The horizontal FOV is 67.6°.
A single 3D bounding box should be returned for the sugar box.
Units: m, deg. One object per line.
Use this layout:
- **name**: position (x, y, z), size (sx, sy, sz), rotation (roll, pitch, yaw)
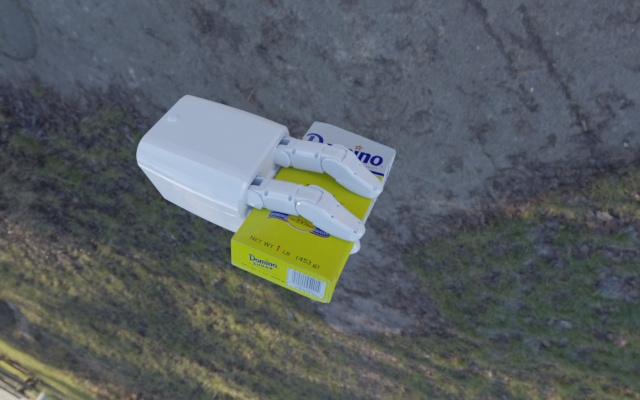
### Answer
- **sugar box**: position (0.000, 0.001, 0.448), size (0.093, 0.176, 0.048), rotation (22, -38, 9)
